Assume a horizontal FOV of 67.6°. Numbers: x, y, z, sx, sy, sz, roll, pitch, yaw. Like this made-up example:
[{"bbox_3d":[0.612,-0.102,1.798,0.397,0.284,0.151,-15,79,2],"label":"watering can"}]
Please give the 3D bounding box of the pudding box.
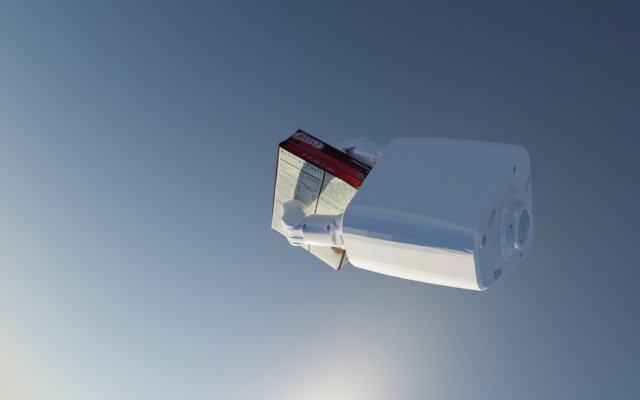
[{"bbox_3d":[0.000,0.002,0.451,0.090,0.114,0.039,31,45,20],"label":"pudding box"}]
